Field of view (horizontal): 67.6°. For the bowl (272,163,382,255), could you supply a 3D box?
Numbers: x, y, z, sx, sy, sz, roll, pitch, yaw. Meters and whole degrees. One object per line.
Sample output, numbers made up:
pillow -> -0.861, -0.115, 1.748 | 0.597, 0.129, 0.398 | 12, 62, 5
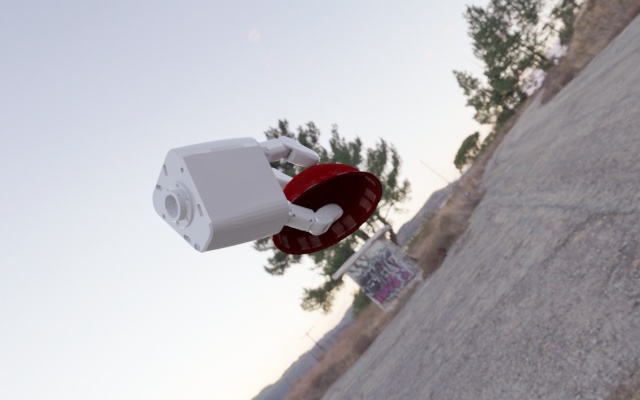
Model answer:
bowl -> 0.001, 0.002, 0.641 | 0.162, 0.055, 0.162 | -22, -34, -15
